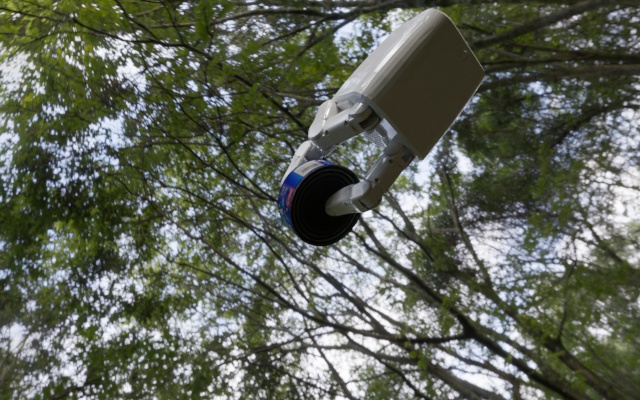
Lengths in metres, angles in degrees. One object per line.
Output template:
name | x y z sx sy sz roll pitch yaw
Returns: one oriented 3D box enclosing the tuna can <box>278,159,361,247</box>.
tuna can | 0.000 0.001 0.491 0.086 0.086 0.033 0 16 -31
